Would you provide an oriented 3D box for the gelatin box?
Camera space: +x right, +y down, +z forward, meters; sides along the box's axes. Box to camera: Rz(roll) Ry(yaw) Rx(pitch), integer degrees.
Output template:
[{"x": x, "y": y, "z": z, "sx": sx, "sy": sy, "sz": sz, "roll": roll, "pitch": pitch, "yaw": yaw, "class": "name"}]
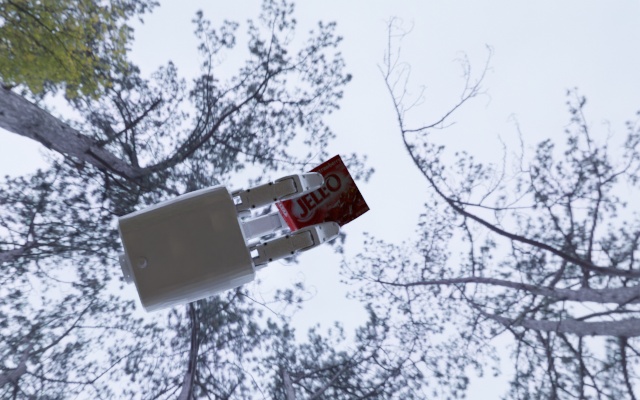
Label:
[{"x": 0.000, "y": 0.002, "z": 0.526, "sx": 0.089, "sy": 0.073, "sz": 0.030, "roll": -31, "pitch": 4, "yaw": -23, "class": "gelatin box"}]
